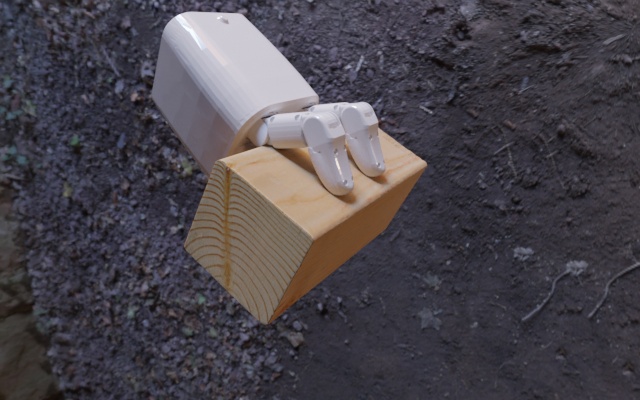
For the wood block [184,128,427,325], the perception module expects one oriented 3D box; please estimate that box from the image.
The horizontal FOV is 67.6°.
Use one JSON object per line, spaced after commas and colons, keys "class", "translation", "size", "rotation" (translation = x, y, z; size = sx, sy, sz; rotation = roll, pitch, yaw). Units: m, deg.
{"class": "wood block", "translation": [0.000, 0.001, 0.409], "size": [0.090, 0.091, 0.206], "rotation": [39, 34, 16]}
